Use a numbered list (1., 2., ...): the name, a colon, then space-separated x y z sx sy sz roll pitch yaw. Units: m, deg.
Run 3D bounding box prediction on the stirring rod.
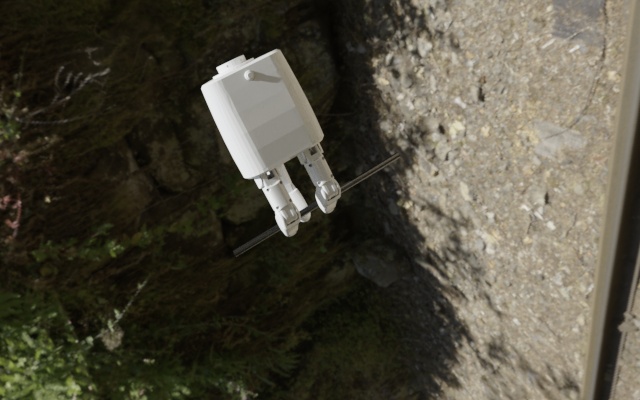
1. stirring rod: 0.000 0.002 0.582 0.239 0.011 0.011 -31 9 -15
